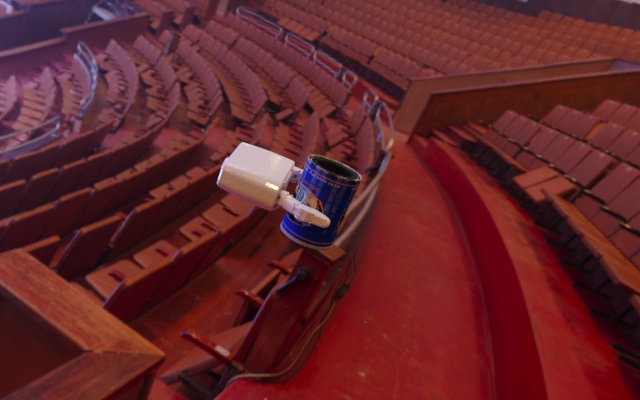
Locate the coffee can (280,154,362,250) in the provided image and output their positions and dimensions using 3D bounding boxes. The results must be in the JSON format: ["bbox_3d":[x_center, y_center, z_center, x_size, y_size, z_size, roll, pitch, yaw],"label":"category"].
[{"bbox_3d":[0.000,0.003,0.852,0.103,0.140,0.102,21,18,-7],"label":"coffee can"}]
